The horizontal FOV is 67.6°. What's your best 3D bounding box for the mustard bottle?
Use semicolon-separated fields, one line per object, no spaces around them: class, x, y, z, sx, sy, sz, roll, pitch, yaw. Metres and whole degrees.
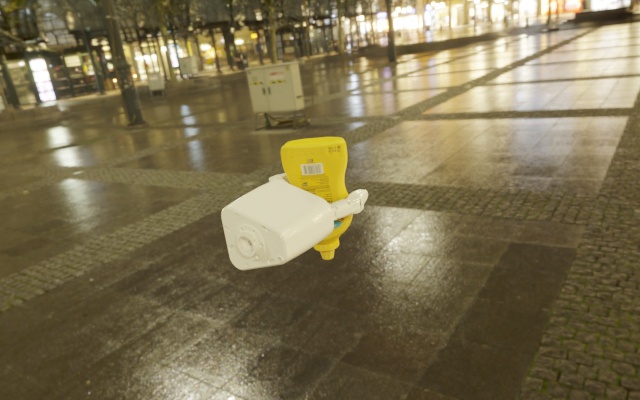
mustard bottle;0.000;0.002;0.732;0.096;0.192;0.058;-4;20;12
